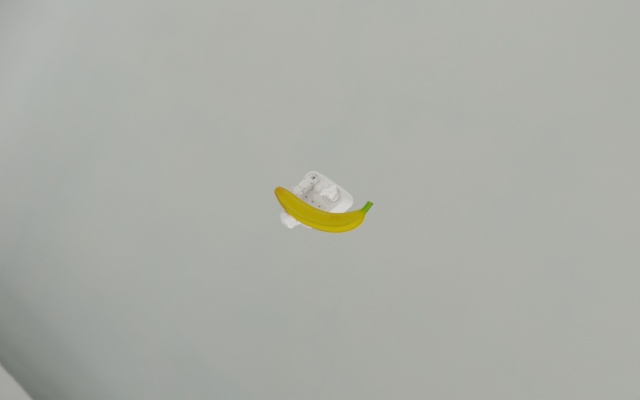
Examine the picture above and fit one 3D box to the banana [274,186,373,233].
[{"bbox_3d":[0.000,0.022,0.893,0.198,0.069,0.037,9,-4,19],"label":"banana"}]
